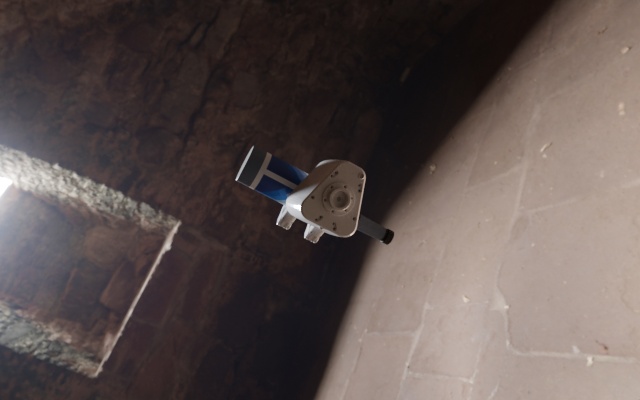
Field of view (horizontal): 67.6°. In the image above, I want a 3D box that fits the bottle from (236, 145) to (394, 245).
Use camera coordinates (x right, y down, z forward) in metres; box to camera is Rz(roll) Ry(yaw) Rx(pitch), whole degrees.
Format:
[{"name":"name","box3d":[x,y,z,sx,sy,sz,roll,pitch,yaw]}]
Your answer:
[{"name":"bottle","box3d":[0.000,0.003,0.834,0.296,0.069,0.069,27,-7,-14]}]
